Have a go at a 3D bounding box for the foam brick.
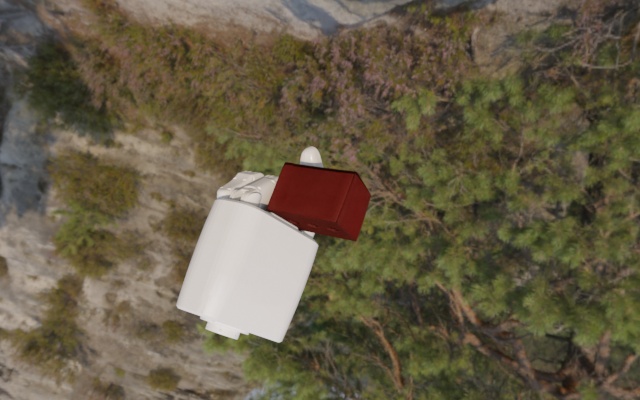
[{"bbox_3d":[0.000,0.001,0.454,0.078,0.051,0.053,9,-20,29],"label":"foam brick"}]
